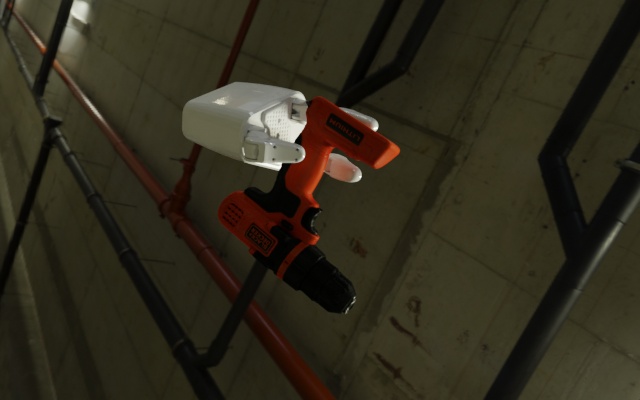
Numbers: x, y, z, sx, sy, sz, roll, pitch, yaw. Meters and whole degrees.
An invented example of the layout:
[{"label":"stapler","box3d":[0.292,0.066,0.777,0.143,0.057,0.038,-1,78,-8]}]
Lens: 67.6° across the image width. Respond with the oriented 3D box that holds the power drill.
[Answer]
[{"label":"power drill","box3d":[0.000,0.001,0.506,0.184,0.188,0.057,37,9,14]}]
